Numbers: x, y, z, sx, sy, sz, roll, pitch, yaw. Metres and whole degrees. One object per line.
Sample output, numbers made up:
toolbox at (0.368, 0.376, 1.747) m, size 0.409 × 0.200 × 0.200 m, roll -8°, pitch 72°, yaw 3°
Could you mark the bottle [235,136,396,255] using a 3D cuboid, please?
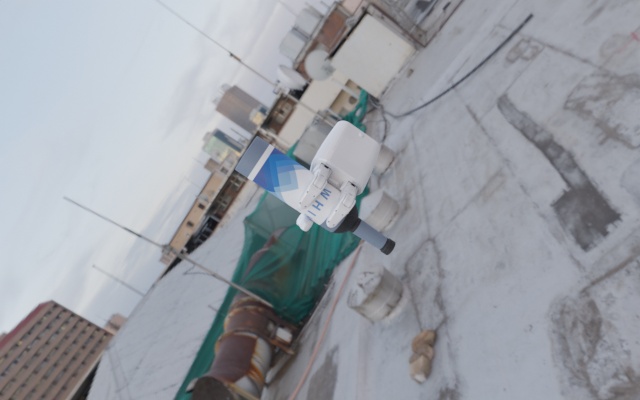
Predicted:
bottle at (0.000, 0.003, 0.800) m, size 0.296 × 0.069 × 0.069 m, roll 34°, pitch -6°, yaw -8°
